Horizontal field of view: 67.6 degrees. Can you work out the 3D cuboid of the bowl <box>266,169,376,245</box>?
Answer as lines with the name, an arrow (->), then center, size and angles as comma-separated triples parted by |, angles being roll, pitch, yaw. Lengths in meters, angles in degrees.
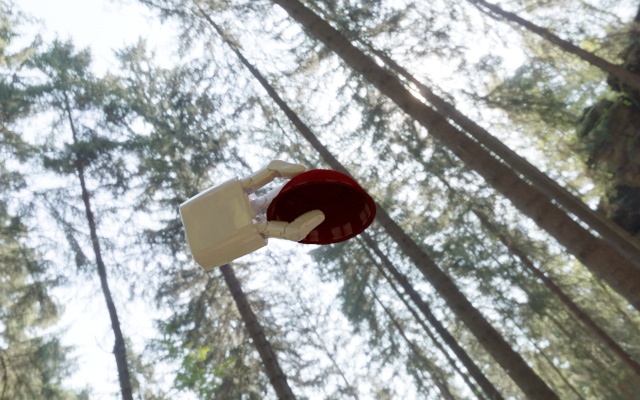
bowl -> 0.001, 0.002, 0.716 | 0.162, 0.055, 0.162 | -2, -37, -2
